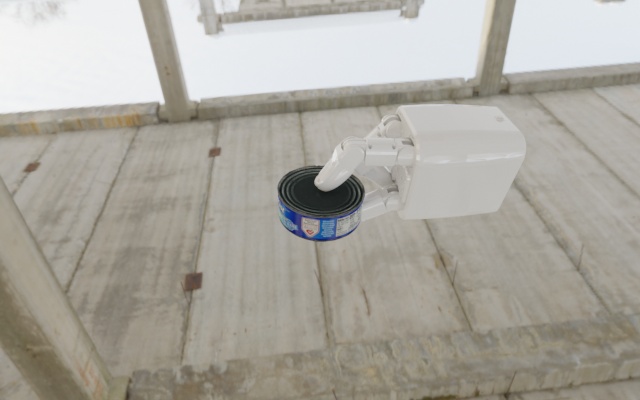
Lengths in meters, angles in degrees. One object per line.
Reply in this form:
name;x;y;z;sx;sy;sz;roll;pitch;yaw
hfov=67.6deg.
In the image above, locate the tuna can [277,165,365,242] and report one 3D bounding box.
tuna can;0.000;0.002;0.475;0.086;0.034;0.086;2;37;-2
